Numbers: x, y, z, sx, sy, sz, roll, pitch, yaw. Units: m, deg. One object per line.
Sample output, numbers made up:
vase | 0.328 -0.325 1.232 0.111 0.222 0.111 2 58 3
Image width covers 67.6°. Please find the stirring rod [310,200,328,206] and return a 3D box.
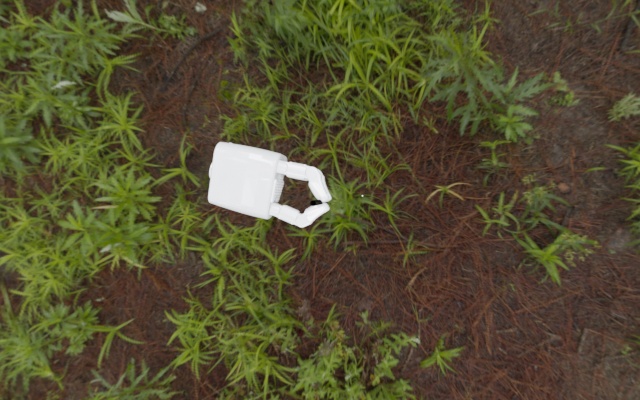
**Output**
stirring rod | 0.000 0.003 0.776 0.011 0.011 0.239 0 1 5
